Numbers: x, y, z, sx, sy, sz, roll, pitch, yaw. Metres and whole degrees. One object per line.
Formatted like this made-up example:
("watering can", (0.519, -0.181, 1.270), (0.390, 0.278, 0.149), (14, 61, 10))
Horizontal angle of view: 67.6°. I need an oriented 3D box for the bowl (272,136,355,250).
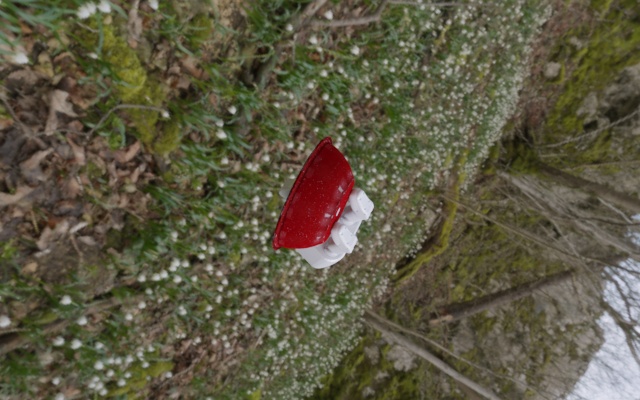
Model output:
("bowl", (0.000, 0.002, 0.612), (0.055, 0.162, 0.162), (26, 4, 8))
